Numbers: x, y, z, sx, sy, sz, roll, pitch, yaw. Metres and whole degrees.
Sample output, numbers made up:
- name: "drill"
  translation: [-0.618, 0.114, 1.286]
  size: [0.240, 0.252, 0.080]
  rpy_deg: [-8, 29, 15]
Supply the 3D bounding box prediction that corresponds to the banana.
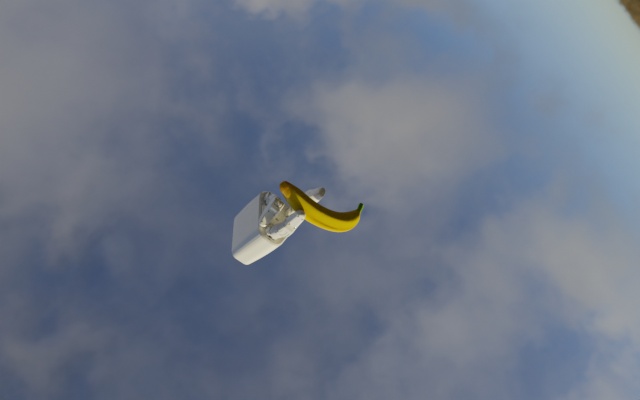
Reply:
- name: "banana"
  translation: [0.005, 0.020, 0.881]
  size: [0.198, 0.069, 0.037]
  rpy_deg: [17, -39, -38]
